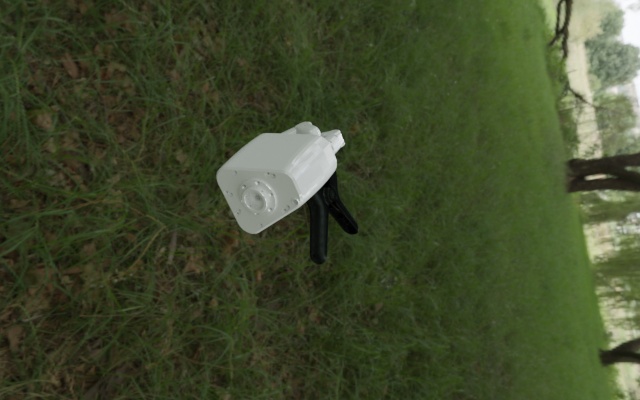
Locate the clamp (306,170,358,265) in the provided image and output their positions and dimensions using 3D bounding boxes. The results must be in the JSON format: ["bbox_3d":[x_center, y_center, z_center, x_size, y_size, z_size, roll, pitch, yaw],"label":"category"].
[{"bbox_3d":[0.001,0.002,0.682,0.039,0.171,0.120,-12,22,30],"label":"clamp"}]
